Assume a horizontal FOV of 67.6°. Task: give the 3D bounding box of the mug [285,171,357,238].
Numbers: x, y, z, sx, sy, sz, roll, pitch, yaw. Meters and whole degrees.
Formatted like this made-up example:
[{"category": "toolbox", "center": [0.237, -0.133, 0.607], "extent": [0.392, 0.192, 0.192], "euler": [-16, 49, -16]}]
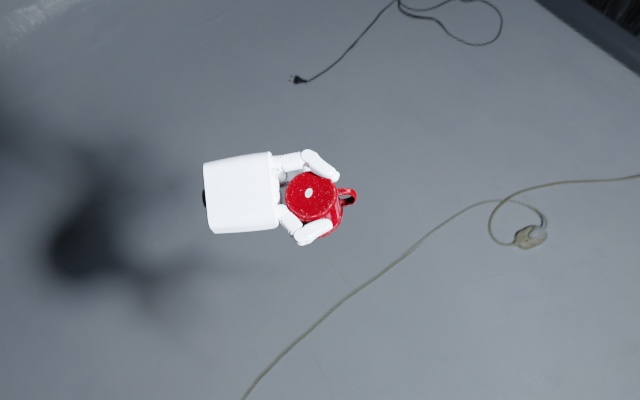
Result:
[{"category": "mug", "center": [0.002, 0.002, 0.759], "extent": [0.117, 0.093, 0.081], "euler": [-9, -22, 2]}]
